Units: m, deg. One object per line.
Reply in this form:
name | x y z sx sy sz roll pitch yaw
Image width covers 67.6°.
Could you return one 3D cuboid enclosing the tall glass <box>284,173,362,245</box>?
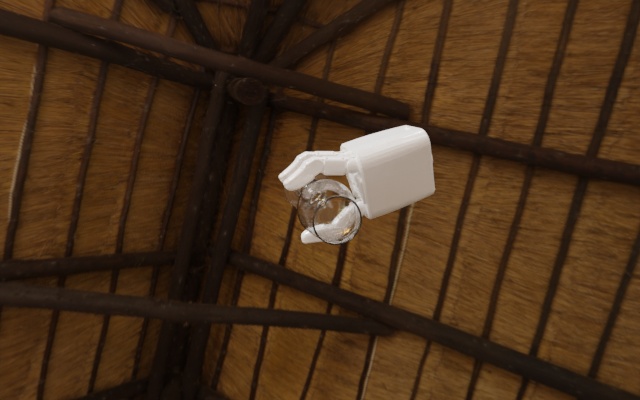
tall glass | 0.000 0.002 0.671 0.079 0.079 0.201 0 13 -12
